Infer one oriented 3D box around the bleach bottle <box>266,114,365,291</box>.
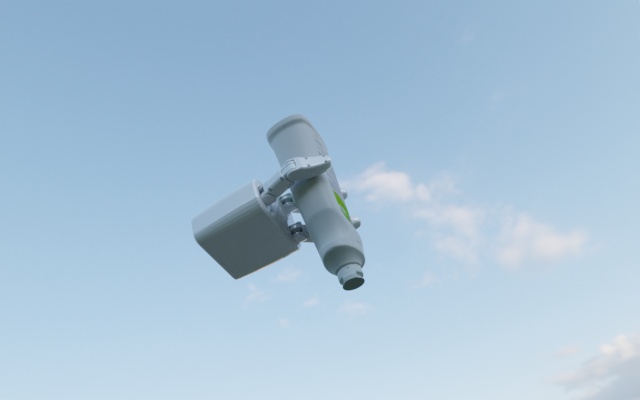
[{"bbox_3d":[0.000,0.002,0.632,0.068,0.250,0.103,-30,-39,12],"label":"bleach bottle"}]
